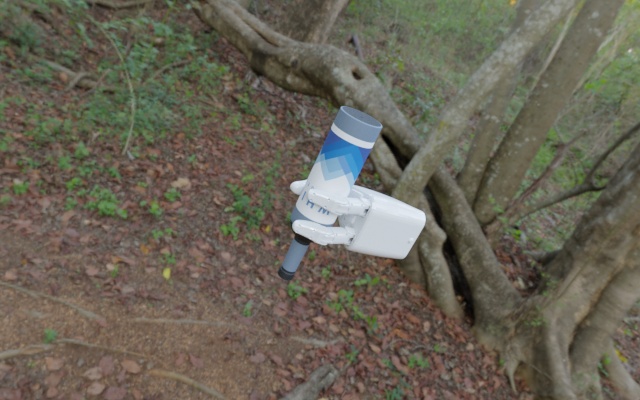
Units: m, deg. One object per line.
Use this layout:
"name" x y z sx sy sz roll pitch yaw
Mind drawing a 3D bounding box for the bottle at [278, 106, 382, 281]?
"bottle" 0.000 0.002 0.740 0.069 0.296 0.069 22 23 -10
